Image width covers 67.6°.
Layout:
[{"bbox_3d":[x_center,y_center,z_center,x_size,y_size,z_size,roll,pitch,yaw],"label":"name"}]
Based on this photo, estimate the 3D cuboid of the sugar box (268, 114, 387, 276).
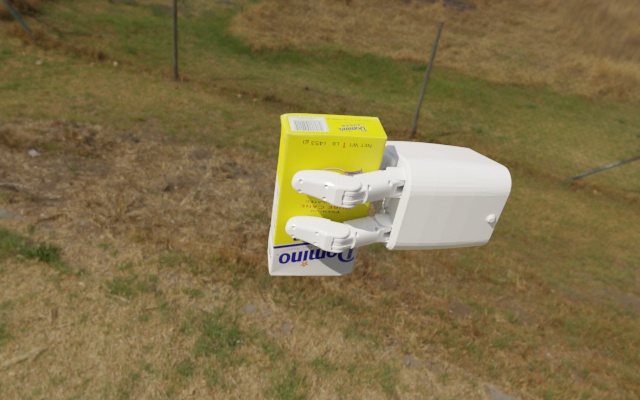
[{"bbox_3d":[0.000,0.002,0.476,0.093,0.176,0.048,1,36,-11],"label":"sugar box"}]
